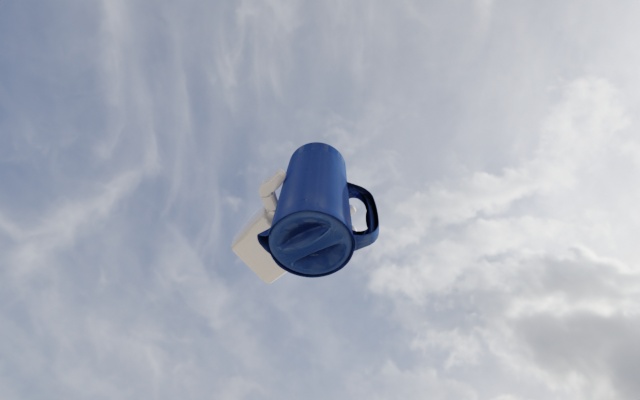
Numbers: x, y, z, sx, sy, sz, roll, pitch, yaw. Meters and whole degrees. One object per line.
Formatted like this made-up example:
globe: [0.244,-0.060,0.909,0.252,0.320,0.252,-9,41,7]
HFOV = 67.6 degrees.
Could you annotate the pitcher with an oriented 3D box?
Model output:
pitcher: [0.000,0.003,0.809,0.149,0.145,0.242,36,30,-21]
